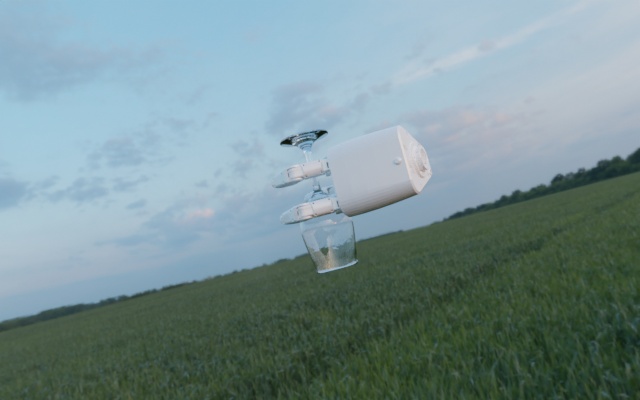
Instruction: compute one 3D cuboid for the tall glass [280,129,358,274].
[{"bbox_3d":[0.000,0.002,0.702,0.079,0.201,0.079,-14,-6,-1],"label":"tall glass"}]
